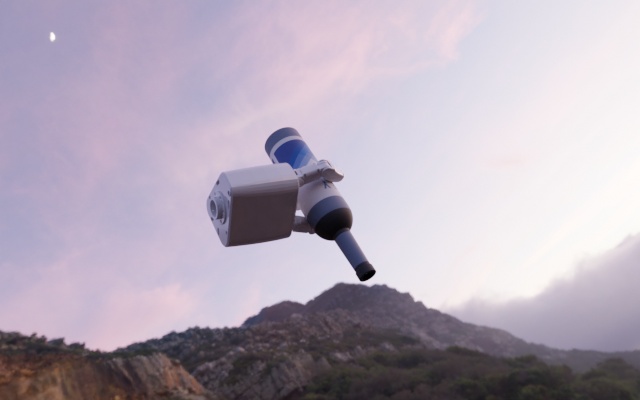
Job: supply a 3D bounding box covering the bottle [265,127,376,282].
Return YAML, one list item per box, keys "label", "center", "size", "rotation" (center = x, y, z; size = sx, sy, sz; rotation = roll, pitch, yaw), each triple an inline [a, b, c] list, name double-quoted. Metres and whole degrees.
- label: "bottle"
  center: [0.000, 0.002, 0.751]
  size: [0.069, 0.295, 0.069]
  rotation: [-22, -34, -16]
